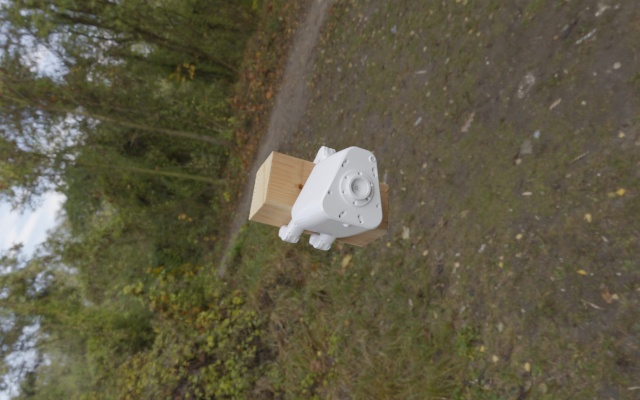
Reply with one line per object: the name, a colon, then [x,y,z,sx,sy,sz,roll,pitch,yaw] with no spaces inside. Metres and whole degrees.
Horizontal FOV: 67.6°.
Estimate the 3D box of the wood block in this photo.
wood block: [0.000,0.002,0.782,0.206,0.090,0.090,15,-26,-19]
